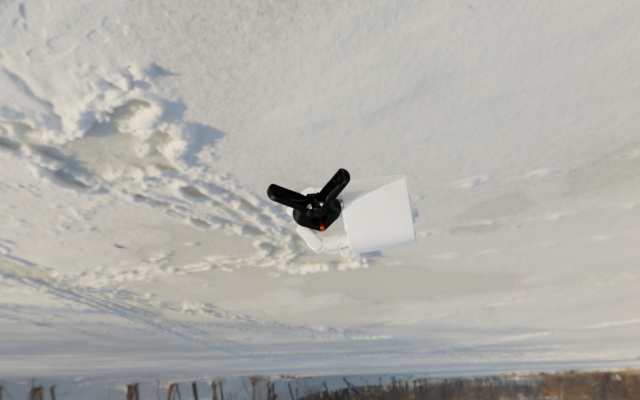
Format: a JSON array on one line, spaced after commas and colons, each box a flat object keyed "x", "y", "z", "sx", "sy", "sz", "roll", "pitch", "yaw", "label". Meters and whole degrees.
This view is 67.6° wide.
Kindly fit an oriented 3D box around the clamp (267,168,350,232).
[{"x": 0.000, "y": 0.003, "z": 0.738, "sx": 0.120, "sy": 0.039, "sz": 0.171, "roll": -11, "pitch": -23, "yaw": 12, "label": "clamp"}]
